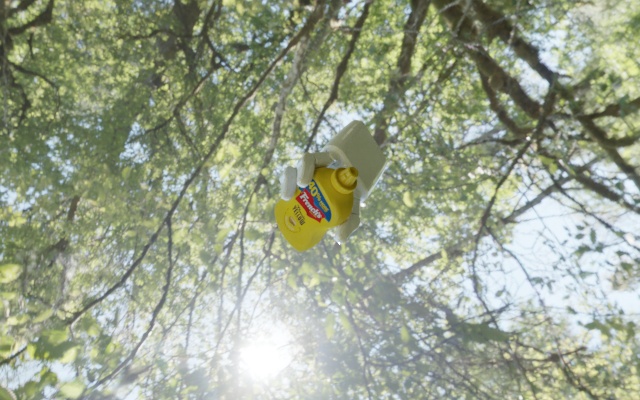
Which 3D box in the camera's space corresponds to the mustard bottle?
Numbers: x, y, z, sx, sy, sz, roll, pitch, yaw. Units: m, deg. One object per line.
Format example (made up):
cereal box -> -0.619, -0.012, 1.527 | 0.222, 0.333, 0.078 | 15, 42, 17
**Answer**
mustard bottle -> 0.000, 0.003, 0.763 | 0.058, 0.096, 0.192 | -17, -18, -41
